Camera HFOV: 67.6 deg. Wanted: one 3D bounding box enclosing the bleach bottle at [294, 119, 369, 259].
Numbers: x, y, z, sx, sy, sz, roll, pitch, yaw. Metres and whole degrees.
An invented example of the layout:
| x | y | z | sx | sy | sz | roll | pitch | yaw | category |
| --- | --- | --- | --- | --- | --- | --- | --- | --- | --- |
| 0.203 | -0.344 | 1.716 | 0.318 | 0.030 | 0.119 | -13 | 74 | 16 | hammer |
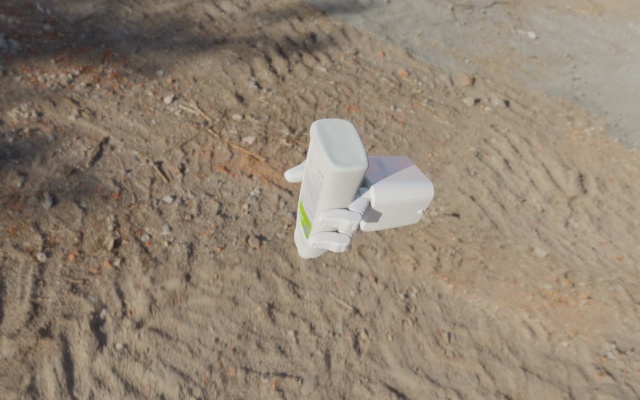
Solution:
| x | y | z | sx | sy | sz | roll | pitch | yaw | category |
| --- | --- | --- | --- | --- | --- | --- | --- | --- | --- |
| 0.000 | 0.002 | 0.723 | 0.068 | 0.102 | 0.251 | -5 | -37 | -20 | bleach bottle |
